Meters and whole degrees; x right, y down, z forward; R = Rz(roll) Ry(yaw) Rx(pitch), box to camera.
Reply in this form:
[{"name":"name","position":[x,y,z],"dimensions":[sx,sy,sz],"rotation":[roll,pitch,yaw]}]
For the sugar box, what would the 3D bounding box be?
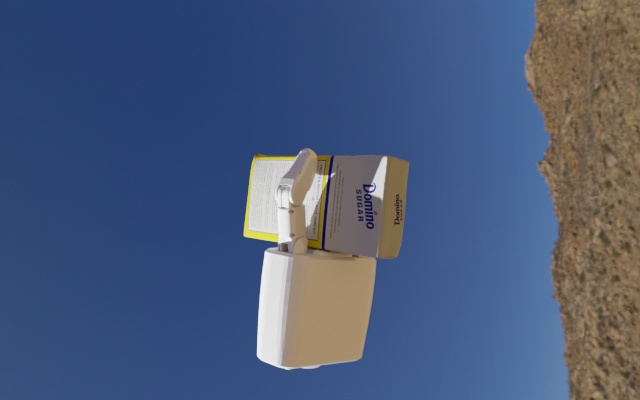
[{"name":"sugar box","position":[0.000,0.002,0.484],"dimensions":[0.176,0.093,0.048],"rotation":[6,-1,37]}]
